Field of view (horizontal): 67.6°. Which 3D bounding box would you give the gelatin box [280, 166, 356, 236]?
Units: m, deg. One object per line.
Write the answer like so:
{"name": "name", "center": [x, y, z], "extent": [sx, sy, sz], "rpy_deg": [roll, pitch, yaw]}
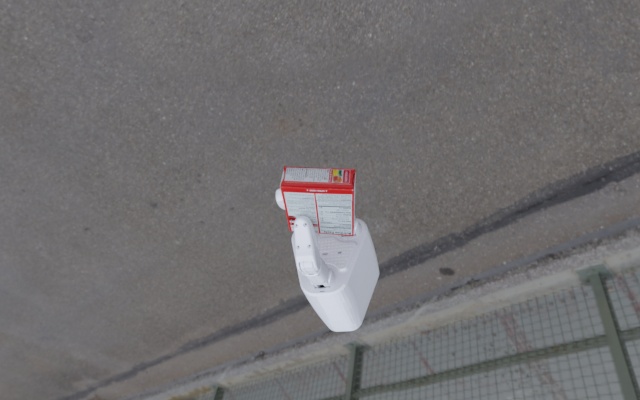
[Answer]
{"name": "gelatin box", "center": [0.000, 0.002, 0.504], "extent": [0.073, 0.030, 0.089], "rpy_deg": [3, -34, 6]}
